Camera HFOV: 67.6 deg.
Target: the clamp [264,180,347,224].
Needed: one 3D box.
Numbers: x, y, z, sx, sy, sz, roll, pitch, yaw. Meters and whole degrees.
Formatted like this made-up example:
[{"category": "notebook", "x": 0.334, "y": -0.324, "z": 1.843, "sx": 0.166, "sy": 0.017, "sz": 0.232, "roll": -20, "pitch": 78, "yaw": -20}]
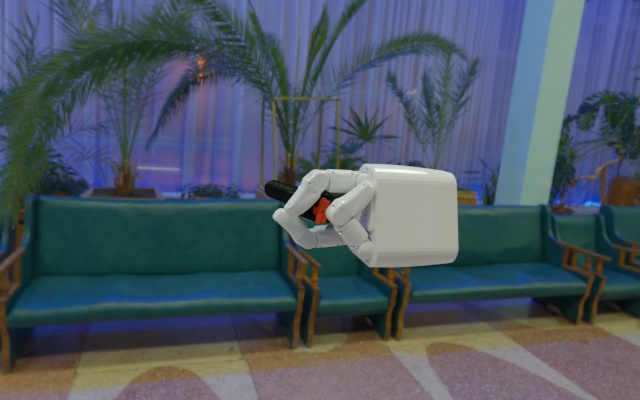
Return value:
[{"category": "clamp", "x": 0.000, "y": 0.001, "z": 0.611, "sx": 0.120, "sy": 0.039, "sz": 0.171, "roll": 2, "pitch": 12, "yaw": -17}]
